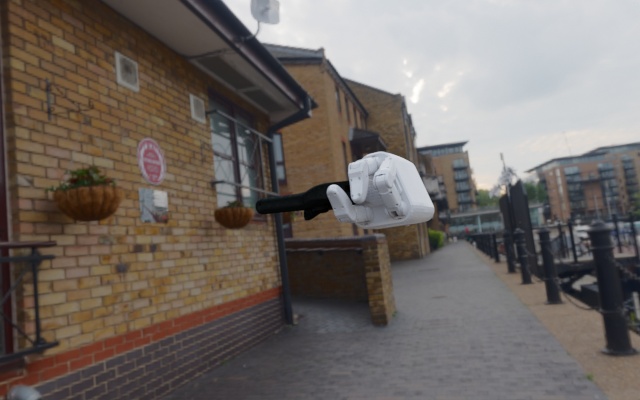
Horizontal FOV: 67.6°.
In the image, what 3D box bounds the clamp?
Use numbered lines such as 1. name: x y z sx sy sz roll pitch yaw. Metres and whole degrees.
1. clamp: 0.000 0.002 0.731 0.171 0.039 0.120 -10 -9 32
